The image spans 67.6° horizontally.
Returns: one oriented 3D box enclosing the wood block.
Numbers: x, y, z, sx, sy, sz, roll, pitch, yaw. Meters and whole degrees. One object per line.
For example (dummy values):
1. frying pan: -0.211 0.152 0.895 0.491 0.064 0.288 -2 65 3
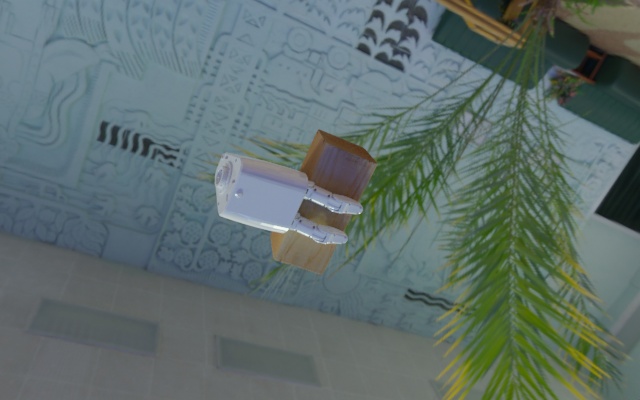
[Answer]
1. wood block: 0.000 0.002 0.780 0.090 0.206 0.090 20 18 -17
